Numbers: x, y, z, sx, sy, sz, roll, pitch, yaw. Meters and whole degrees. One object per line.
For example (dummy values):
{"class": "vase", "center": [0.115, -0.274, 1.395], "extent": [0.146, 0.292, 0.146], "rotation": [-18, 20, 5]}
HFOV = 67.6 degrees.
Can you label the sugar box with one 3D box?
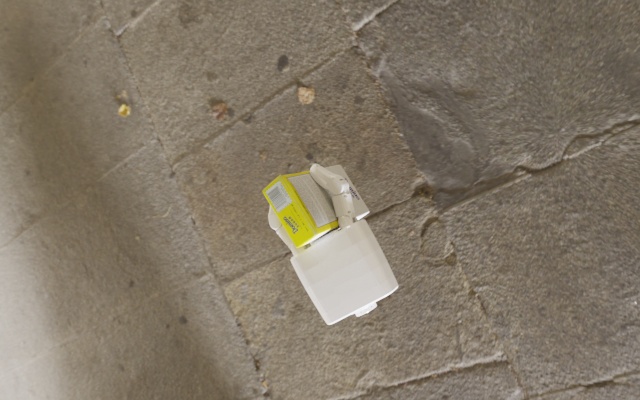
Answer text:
{"class": "sugar box", "center": [0.000, 0.003, 0.692], "extent": [0.048, 0.093, 0.176], "rotation": [-35, -10, 26]}
